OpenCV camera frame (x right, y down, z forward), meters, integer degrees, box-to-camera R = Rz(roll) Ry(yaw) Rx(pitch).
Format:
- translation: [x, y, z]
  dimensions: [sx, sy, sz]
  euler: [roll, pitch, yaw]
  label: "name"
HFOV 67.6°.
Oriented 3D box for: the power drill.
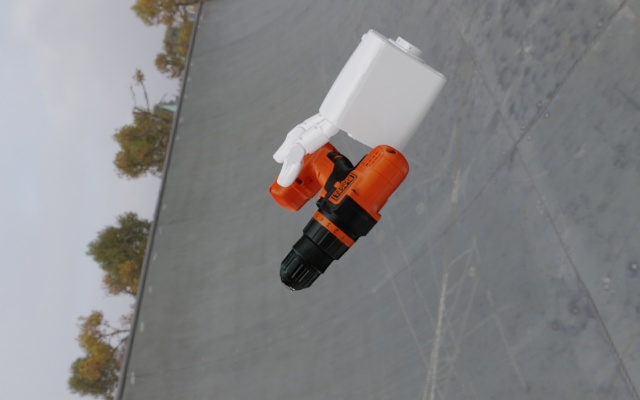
- translation: [0.000, 0.001, 0.564]
  dimensions: [0.057, 0.184, 0.187]
  euler: [43, -2, -28]
  label: "power drill"
